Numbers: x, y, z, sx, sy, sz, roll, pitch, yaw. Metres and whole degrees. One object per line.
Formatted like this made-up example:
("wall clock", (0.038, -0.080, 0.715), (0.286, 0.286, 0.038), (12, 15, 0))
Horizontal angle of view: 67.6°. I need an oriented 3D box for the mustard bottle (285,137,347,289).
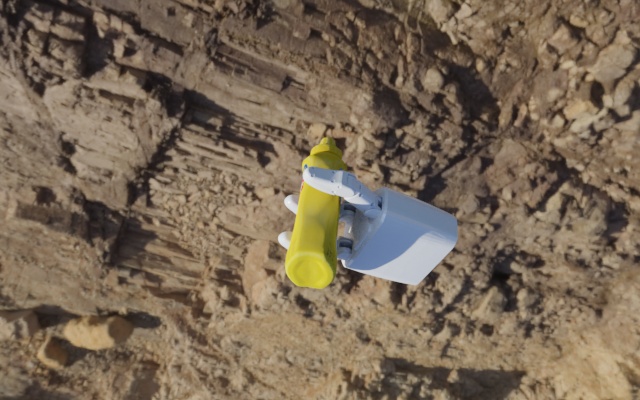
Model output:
("mustard bottle", (0.000, 0.002, 0.579), (0.058, 0.191, 0.096), (6, -32, 4))
